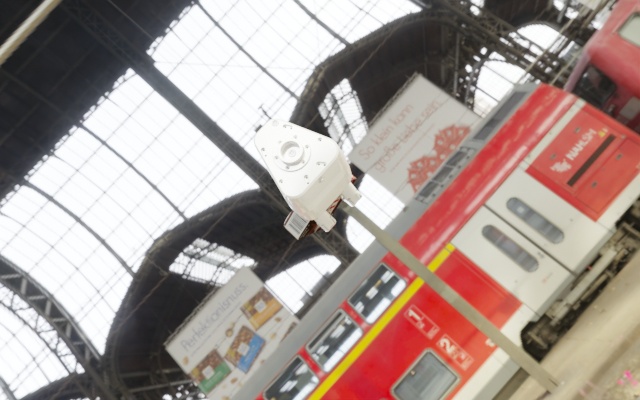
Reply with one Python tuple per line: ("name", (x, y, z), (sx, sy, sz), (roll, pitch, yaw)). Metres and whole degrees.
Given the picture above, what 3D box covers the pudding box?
("pudding box", (0.000, 0.002, 0.764), (0.039, 0.113, 0.090), (42, 24, 16))
